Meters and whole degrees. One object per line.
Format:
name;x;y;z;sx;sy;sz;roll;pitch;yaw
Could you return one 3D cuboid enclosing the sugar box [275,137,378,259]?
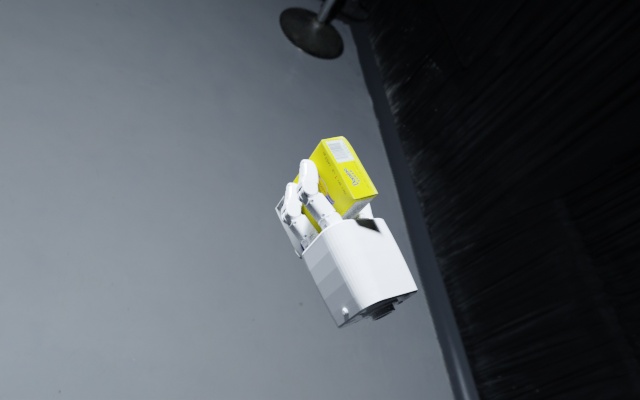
sugar box;0.000;0.002;0.655;0.048;0.093;0.176;-12;-25;-36
